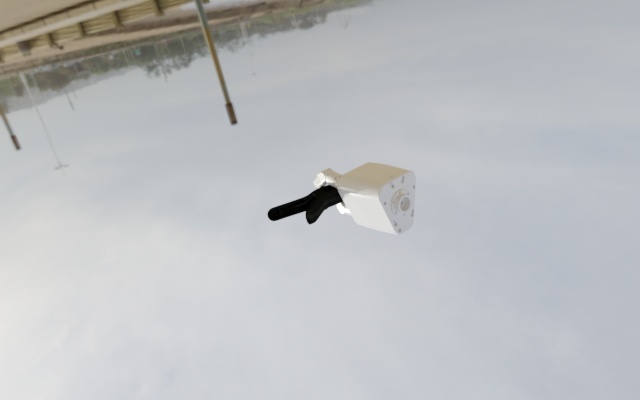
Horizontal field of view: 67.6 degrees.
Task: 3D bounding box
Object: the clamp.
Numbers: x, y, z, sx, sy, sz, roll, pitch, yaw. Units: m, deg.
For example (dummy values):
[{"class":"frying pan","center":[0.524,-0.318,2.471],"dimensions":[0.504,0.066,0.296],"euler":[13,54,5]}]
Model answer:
[{"class":"clamp","center":[0.000,0.003,0.870],"dimensions":[0.171,0.039,0.120],"euler":[-27,25,-30]}]
